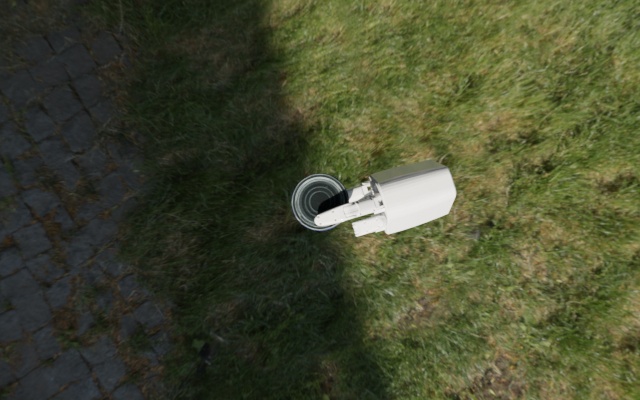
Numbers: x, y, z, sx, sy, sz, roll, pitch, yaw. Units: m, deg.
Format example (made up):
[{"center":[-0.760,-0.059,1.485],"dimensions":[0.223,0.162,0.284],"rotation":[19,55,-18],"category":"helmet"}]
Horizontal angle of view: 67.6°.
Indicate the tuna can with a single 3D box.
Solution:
[{"center":[0.000,0.002,0.711],"dimensions":[0.086,0.086,0.034],"rotation":[0,0,3],"category":"tuna can"}]
